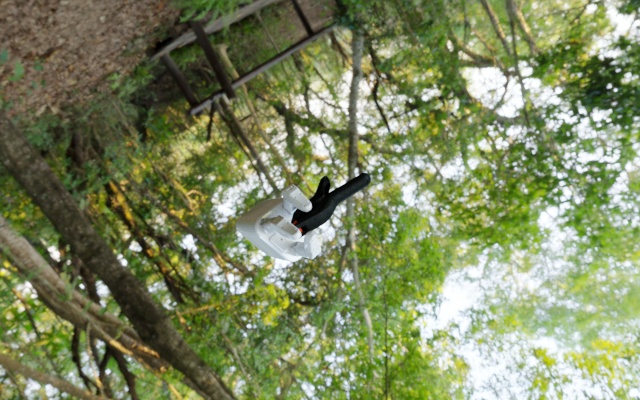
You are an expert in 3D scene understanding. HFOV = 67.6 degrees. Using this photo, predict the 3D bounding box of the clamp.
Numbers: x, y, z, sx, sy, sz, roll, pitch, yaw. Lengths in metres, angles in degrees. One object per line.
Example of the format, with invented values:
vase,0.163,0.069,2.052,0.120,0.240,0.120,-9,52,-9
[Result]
clamp,0.000,0.003,0.858,0.171,0.039,0.120,-39,19,-26
